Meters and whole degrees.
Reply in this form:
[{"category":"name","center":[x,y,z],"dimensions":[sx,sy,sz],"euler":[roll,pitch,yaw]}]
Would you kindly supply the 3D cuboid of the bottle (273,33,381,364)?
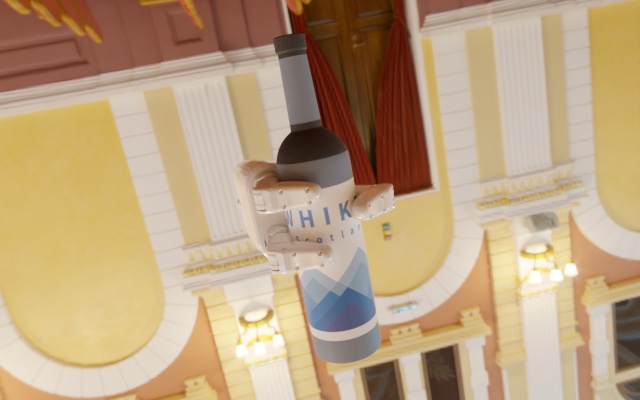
[{"category":"bottle","center":[0.000,0.002,0.437],"dimensions":[0.069,0.296,0.069],"euler":[-10,13,2]}]
